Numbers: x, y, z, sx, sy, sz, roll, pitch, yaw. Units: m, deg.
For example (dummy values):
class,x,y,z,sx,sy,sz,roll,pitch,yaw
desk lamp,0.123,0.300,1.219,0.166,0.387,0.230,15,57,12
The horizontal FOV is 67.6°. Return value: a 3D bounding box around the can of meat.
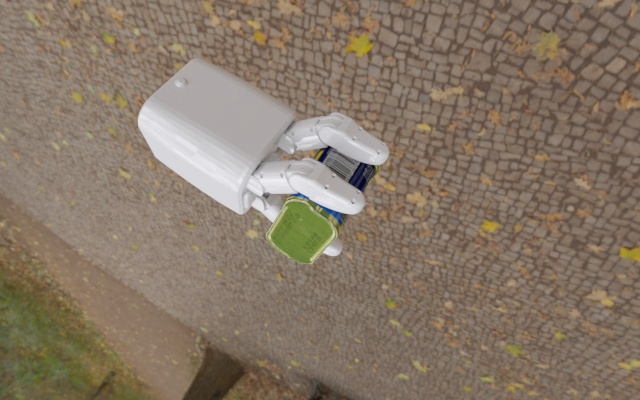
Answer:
class,x,y,z,sx,sy,sz,roll,pitch,yaw
can of meat,0.000,0.002,0.432,0.057,0.084,0.102,34,-34,-1
